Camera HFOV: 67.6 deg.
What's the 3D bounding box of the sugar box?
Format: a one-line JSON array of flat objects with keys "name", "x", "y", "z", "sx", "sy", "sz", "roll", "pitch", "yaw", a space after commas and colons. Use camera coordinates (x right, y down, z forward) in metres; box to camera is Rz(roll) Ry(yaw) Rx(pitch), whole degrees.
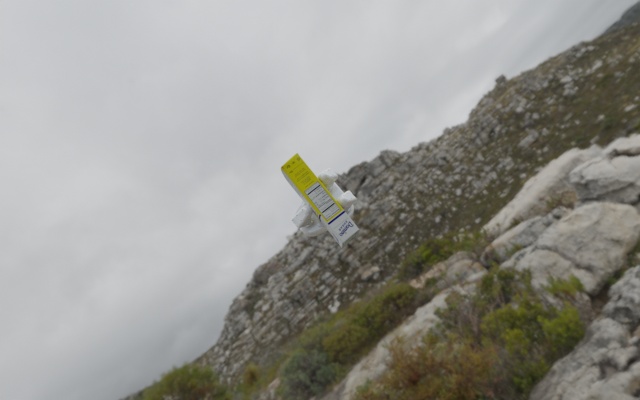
[{"name": "sugar box", "x": 0.000, "y": 0.002, "z": 0.863, "sx": 0.048, "sy": 0.176, "sz": 0.093, "roll": -41, "pitch": -8, "yaw": -5}]
